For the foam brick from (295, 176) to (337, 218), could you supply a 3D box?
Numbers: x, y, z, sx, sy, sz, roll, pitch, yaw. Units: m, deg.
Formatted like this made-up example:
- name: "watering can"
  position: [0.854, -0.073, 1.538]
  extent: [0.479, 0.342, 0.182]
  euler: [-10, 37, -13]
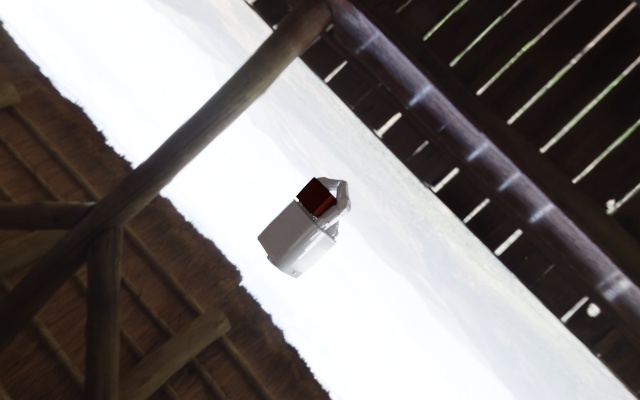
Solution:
- name: "foam brick"
  position: [0.000, 0.003, 0.870]
  extent: [0.053, 0.051, 0.078]
  euler: [46, 2, 30]
